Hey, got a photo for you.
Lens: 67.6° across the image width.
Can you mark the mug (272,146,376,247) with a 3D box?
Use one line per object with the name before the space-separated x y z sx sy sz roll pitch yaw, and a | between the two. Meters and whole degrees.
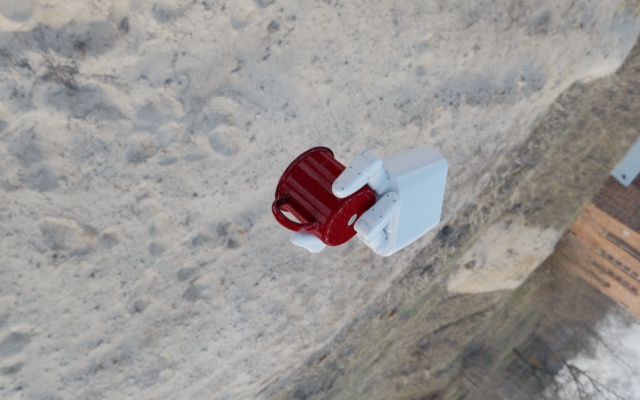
mug | -0.001 0.002 0.538 0.117 0.093 0.081 -23 52 -39
